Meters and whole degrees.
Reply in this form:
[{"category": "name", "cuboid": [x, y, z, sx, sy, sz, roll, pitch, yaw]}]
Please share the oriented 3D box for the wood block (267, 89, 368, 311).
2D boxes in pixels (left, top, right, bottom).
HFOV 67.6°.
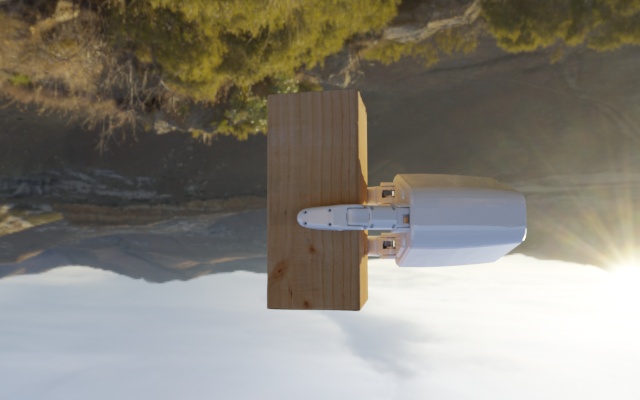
[{"category": "wood block", "cuboid": [0.000, 0.002, 0.488, 0.090, 0.206, 0.091, -1, -5, 11]}]
